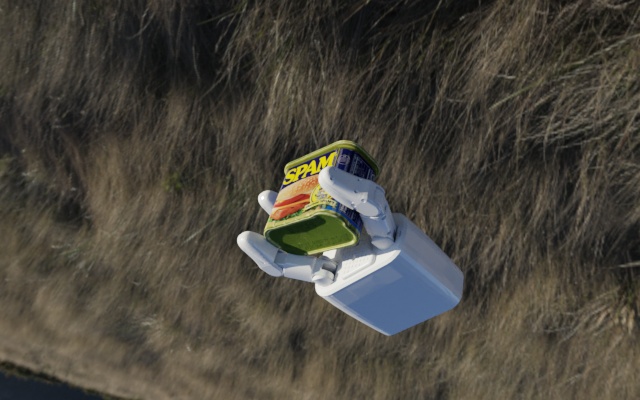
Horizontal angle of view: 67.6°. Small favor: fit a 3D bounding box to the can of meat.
[{"bbox_3d":[0.000,0.002,0.458,0.102,0.084,0.057,-18,-48,41],"label":"can of meat"}]
